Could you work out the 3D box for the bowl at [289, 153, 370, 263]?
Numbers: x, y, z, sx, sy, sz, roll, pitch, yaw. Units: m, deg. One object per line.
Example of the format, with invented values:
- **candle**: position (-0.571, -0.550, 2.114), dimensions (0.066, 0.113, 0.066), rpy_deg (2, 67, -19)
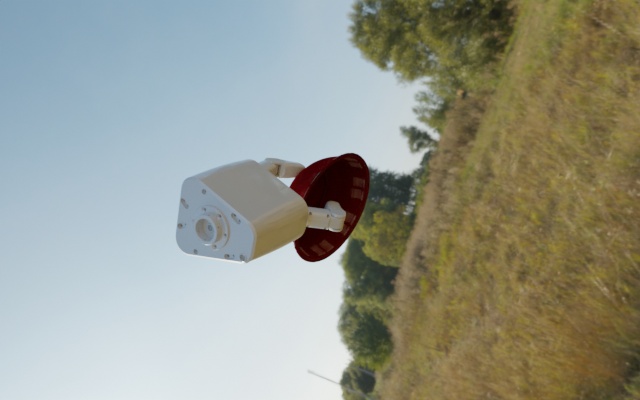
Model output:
- **bowl**: position (0.000, 0.002, 0.664), dimensions (0.055, 0.162, 0.162), rpy_deg (27, 15, 32)
